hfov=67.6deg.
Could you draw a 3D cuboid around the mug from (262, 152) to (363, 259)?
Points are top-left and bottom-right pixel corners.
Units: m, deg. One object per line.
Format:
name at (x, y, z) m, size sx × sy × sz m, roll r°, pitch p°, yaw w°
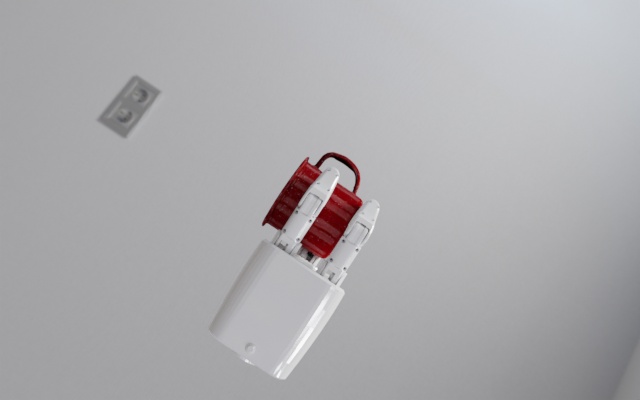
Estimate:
mug at (0.001, 0.001, 0.537) m, size 0.081 × 0.117 × 0.093 m, roll 34°, pitch -5°, yaw -1°
